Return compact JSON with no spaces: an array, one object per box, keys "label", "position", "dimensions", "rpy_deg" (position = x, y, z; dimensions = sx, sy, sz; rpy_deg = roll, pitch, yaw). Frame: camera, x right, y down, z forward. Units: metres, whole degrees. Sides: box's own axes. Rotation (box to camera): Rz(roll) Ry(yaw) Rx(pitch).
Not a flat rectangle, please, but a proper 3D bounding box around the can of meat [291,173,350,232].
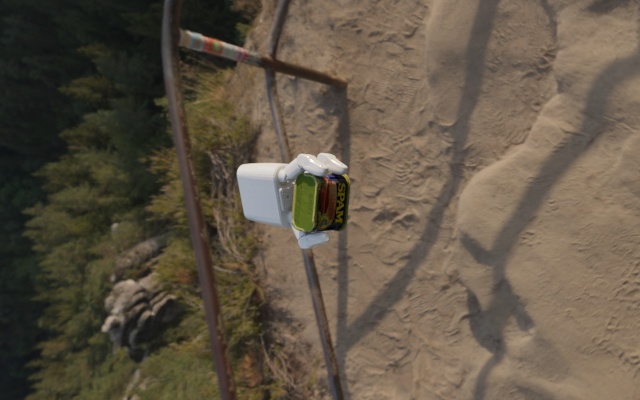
[{"label":"can of meat","position":[0.000,0.003,0.804],"dimensions":[0.057,0.102,0.084],"rpy_deg":[9,7,41]}]
